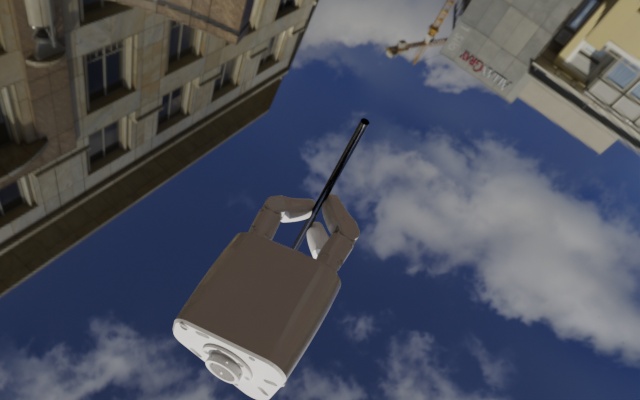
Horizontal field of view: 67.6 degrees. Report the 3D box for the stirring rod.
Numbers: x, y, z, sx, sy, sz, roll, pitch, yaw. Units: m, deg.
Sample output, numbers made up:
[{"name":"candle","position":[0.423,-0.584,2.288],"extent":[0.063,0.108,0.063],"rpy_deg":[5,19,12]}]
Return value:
[{"name":"stirring rod","position":[0.000,0.002,0.497],"extent":[0.011,0.011,0.240],"rpy_deg":[0,-35,-22]}]
